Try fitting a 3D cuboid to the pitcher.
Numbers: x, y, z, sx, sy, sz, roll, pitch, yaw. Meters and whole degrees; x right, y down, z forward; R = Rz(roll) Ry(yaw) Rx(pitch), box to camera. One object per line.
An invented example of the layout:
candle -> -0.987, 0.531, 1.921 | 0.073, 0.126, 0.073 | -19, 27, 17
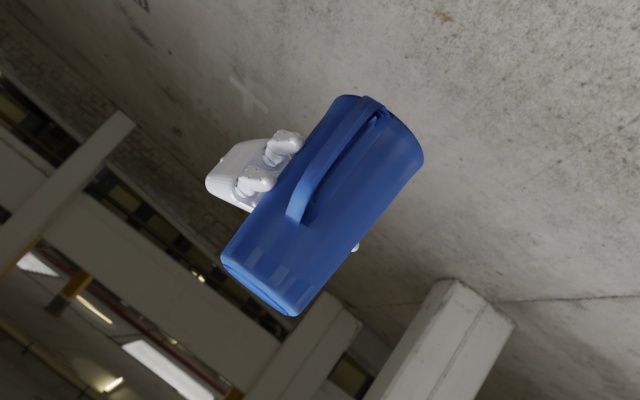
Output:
pitcher -> 0.000, 0.002, 0.541 | 0.149, 0.242, 0.145 | 48, -19, -30
